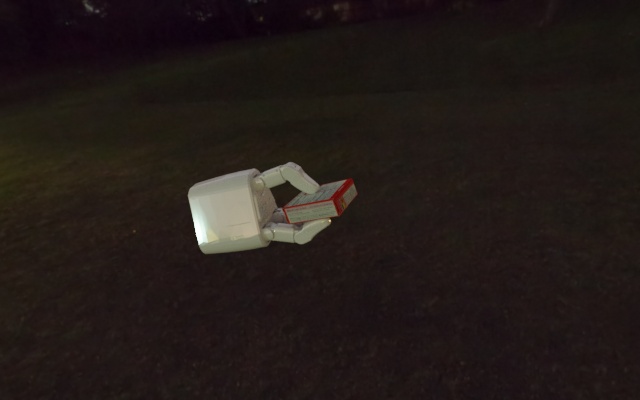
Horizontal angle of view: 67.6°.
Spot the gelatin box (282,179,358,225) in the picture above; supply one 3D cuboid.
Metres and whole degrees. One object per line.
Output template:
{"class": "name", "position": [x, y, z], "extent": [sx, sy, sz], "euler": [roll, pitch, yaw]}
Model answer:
{"class": "gelatin box", "position": [0.000, 0.002, 0.693], "extent": [0.089, 0.030, 0.073], "euler": [-12, 19, 30]}
